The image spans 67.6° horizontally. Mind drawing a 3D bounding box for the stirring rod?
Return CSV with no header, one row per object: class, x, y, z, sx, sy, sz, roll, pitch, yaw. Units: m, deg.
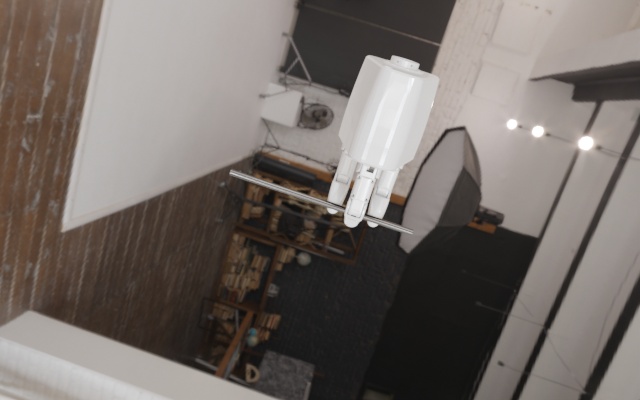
stirring rod,0.000,0.002,0.600,0.239,0.011,0.011,18,1,3
